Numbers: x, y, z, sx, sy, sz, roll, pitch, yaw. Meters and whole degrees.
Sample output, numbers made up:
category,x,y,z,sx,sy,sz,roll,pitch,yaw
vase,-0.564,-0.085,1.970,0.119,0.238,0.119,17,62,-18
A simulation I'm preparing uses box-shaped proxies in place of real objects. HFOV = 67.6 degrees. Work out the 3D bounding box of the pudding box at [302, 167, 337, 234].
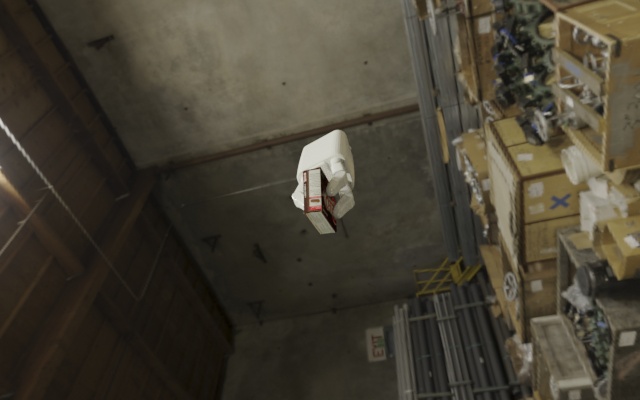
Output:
category,x,y,z,sx,sy,sz,roll,pitch,yaw
pudding box,0.000,0.003,0.894,0.039,0.090,0.113,-10,-26,15
